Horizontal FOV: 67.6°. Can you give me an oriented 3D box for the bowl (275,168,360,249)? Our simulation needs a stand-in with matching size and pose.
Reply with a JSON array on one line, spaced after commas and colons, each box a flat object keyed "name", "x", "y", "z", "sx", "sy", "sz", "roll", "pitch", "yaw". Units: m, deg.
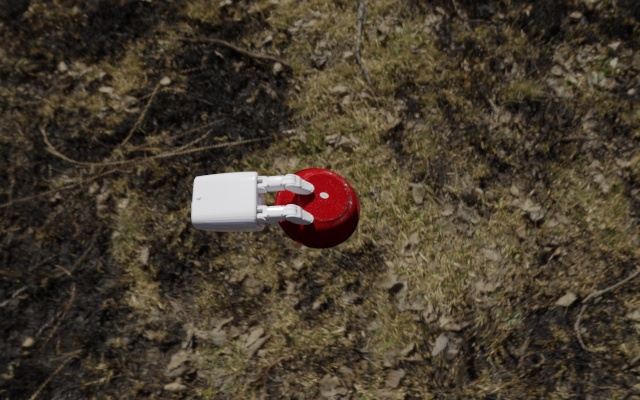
[{"name": "bowl", "x": 0.001, "y": 0.002, "z": 0.861, "sx": 0.162, "sy": 0.162, "sz": 0.055, "roll": 0, "pitch": -22, "yaw": -12}]
